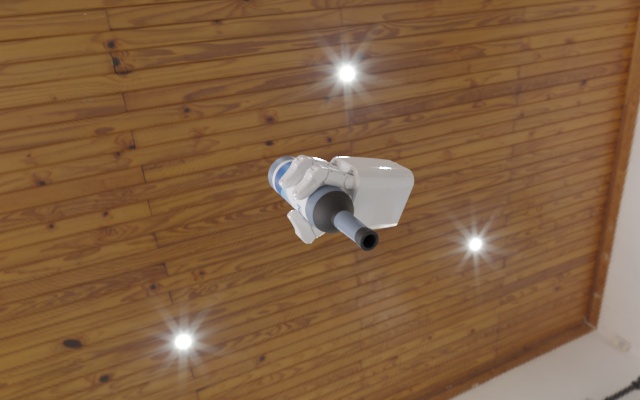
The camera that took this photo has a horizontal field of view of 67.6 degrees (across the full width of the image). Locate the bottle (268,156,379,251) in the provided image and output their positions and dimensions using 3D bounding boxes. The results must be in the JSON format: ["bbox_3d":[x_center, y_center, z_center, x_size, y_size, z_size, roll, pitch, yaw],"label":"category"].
[{"bbox_3d":[0.000,0.002,0.718,0.069,0.069,0.295,0,19,-26],"label":"bottle"}]
